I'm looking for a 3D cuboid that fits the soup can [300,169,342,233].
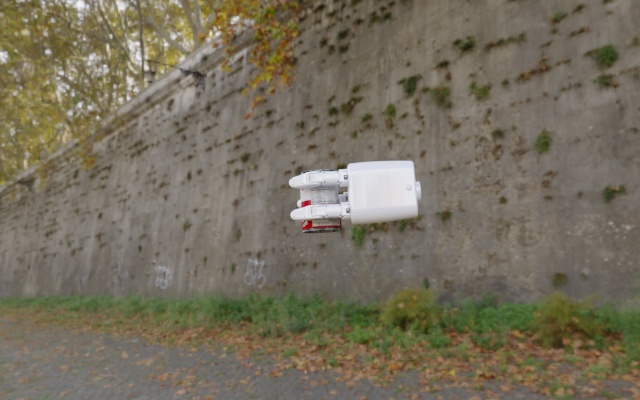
[{"bbox_3d":[0.000,0.002,0.819,0.068,0.102,0.068,-3,-8,0],"label":"soup can"}]
